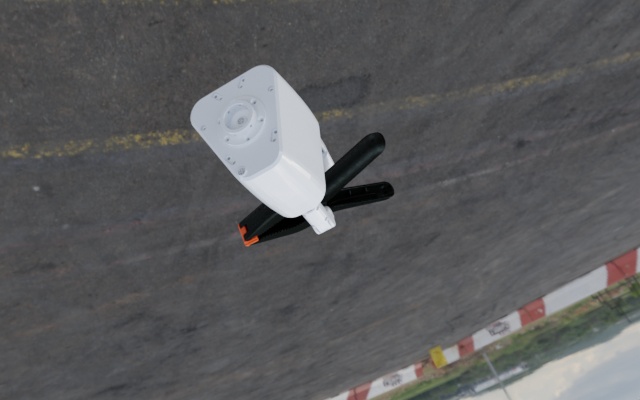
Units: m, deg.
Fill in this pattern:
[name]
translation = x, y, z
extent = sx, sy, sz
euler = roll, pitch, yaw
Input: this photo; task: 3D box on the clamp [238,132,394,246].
[clamp]
translation = 0.000, 0.003, 0.597
extent = 0.210, 0.036, 0.165
euler = -28, -24, 9
